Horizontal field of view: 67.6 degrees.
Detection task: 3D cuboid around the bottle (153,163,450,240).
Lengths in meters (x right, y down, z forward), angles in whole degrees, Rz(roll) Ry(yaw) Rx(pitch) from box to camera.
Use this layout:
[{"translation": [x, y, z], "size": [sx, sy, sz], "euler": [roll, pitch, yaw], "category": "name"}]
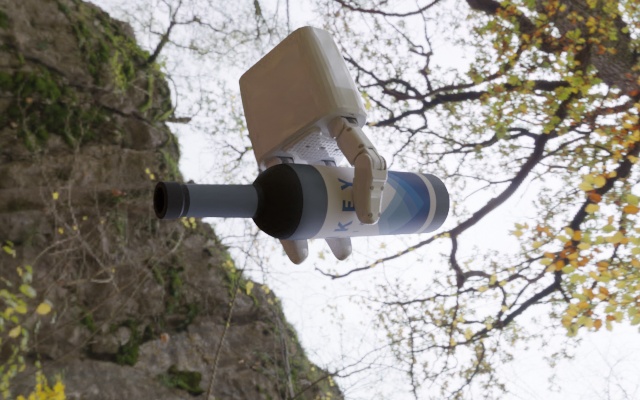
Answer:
[{"translation": [0.000, 0.001, 0.432], "size": [0.296, 0.069, 0.069], "euler": [1, -1, -39], "category": "bottle"}]
